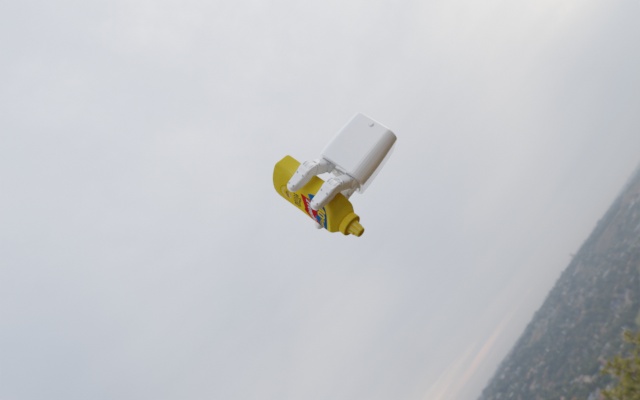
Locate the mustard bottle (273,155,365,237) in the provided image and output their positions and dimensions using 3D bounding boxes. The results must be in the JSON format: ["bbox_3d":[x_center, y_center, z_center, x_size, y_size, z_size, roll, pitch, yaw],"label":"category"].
[{"bbox_3d":[0.000,0.003,0.834,0.191,0.096,0.058,36,61,27],"label":"mustard bottle"}]
